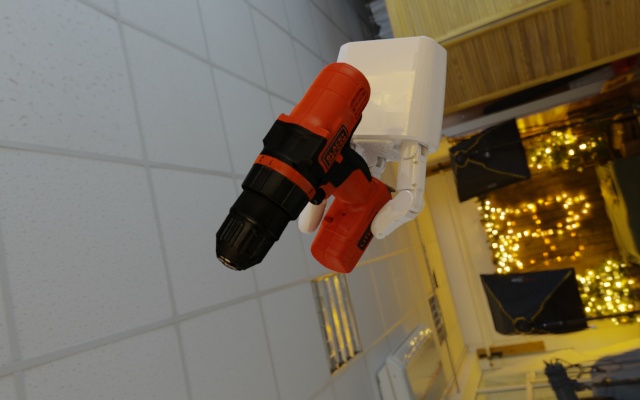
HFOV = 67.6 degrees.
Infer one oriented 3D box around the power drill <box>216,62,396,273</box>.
[{"bbox_3d":[0.000,0.001,0.426,0.057,0.184,0.188,27,-14,27],"label":"power drill"}]
